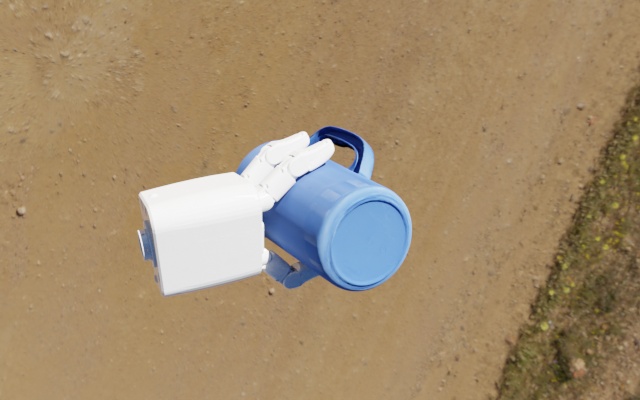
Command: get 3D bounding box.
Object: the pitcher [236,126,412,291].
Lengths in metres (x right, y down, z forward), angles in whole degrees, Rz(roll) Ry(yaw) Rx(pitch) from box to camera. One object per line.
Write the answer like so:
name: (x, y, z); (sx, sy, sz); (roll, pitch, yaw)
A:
pitcher: (0.000, 0.002, 0.559); (0.145, 0.149, 0.242); (-11, 19, -25)
